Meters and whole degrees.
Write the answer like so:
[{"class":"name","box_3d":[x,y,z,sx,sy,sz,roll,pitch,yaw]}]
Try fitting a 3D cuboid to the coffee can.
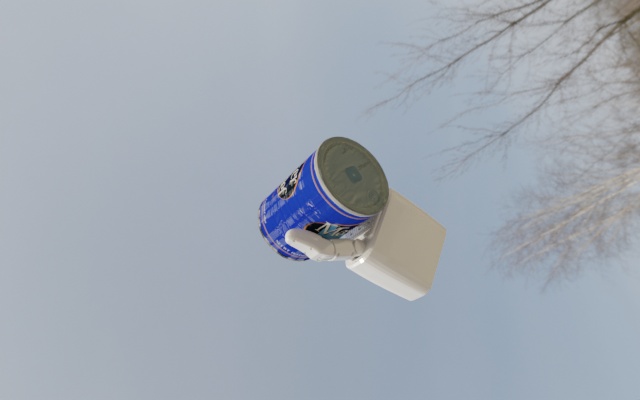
[{"class":"coffee can","box_3d":[0.000,0.002,0.590,0.103,0.102,0.140,0,-27,-39]}]
